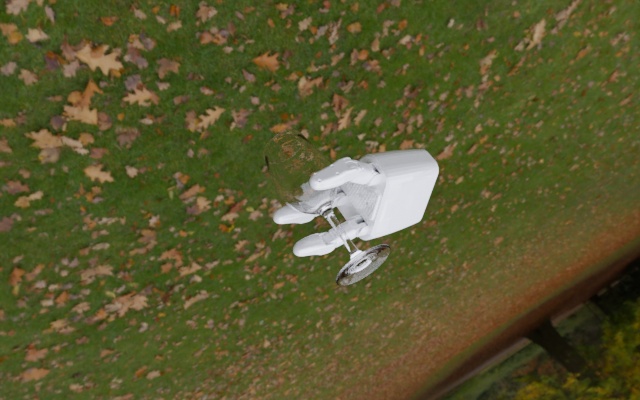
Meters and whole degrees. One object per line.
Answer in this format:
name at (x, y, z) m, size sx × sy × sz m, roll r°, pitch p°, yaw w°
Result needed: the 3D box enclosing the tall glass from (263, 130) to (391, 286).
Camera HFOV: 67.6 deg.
tall glass at (0.000, 0.002, 0.590) m, size 0.079 × 0.201 × 0.079 m, roll -26°, pitch -28°, yaw -15°
